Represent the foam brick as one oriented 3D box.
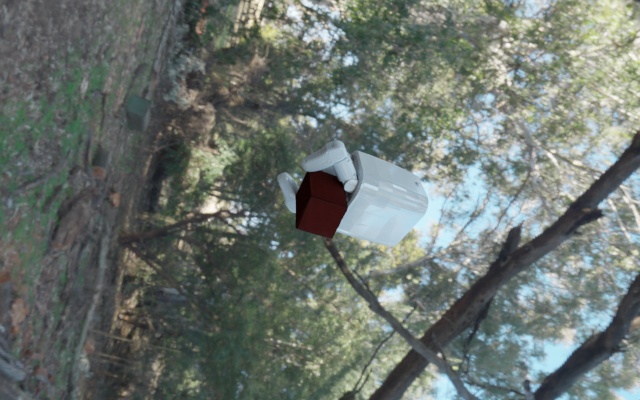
[{"bbox_3d":[0.000,0.002,0.620,0.051,0.053,0.078,19,30,-14],"label":"foam brick"}]
